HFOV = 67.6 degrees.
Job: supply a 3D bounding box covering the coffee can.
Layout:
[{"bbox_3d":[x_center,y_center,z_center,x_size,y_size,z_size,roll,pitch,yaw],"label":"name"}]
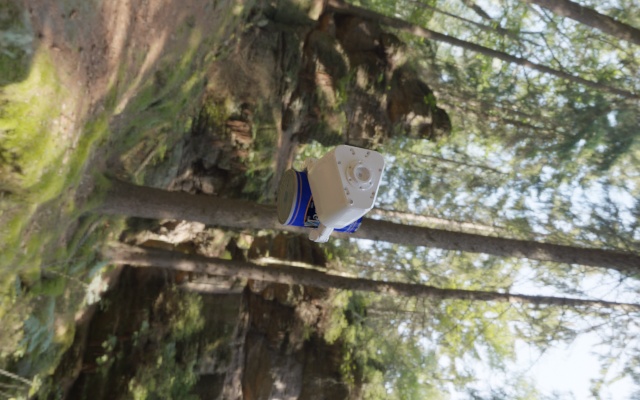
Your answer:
[{"bbox_3d":[0.000,0.003,0.892,0.140,0.103,0.103,8,-3,-20],"label":"coffee can"}]
